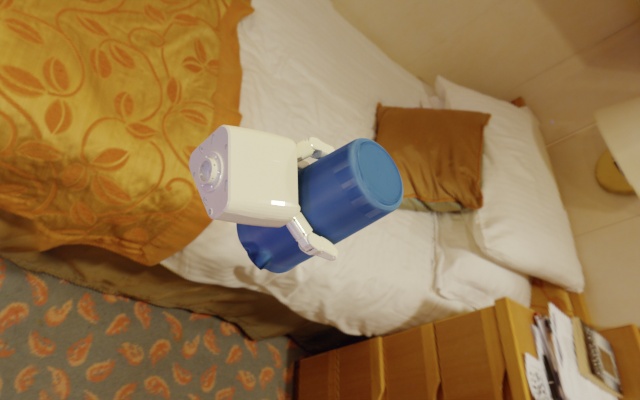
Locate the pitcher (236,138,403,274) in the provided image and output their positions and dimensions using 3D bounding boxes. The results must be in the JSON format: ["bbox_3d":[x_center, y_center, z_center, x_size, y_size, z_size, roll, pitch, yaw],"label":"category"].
[{"bbox_3d":[0.000,0.002,0.706,0.145,0.149,0.243,7,-28,-45],"label":"pitcher"}]
